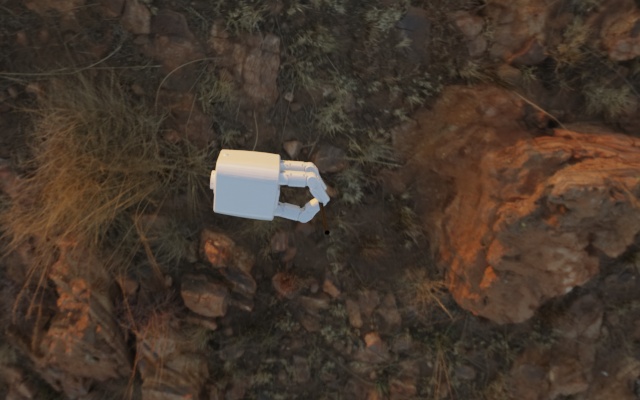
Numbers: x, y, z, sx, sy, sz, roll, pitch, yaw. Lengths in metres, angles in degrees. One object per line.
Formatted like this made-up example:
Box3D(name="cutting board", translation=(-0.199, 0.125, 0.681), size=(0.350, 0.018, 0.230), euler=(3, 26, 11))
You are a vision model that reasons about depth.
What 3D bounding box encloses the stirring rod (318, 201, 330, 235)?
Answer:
Box3D(name="stirring rod", translation=(0.000, 0.003, 0.836), size=(0.011, 0.011, 0.239), euler=(0, 23, -5))
